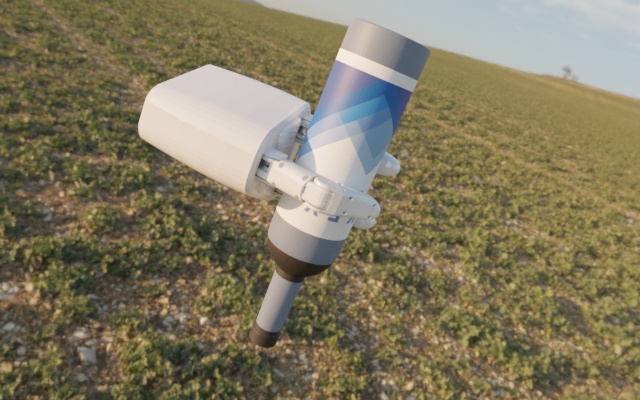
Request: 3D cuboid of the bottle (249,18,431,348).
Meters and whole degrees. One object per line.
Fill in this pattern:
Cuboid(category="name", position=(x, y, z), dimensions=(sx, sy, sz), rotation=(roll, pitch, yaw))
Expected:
Cuboid(category="bottle", position=(0.000, 0.001, 0.412), dimensions=(0.069, 0.296, 0.069), rotation=(21, 16, -7))
